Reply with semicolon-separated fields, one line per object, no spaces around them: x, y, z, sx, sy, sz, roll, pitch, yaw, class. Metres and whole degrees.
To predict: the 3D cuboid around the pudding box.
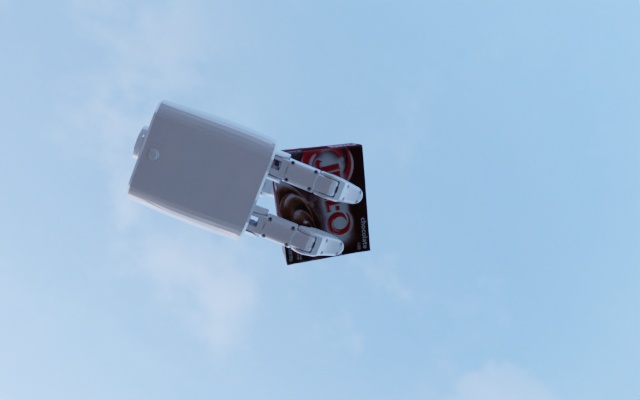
0.000;0.002;0.485;0.090;0.113;0.039;-8;13;-13;pudding box
